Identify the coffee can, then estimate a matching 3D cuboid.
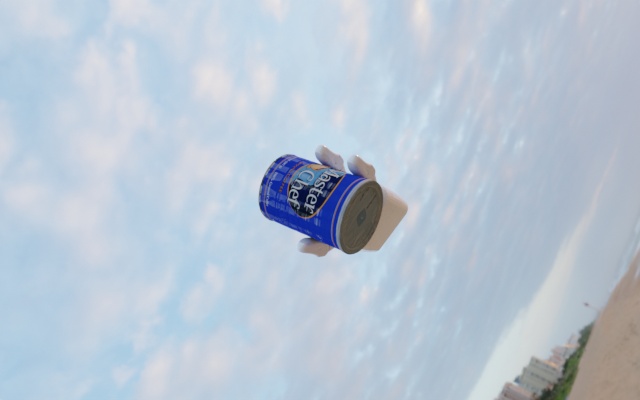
[{"bbox_3d":[0.000,0.002,0.658,0.140,0.103,0.103,21,11,32],"label":"coffee can"}]
